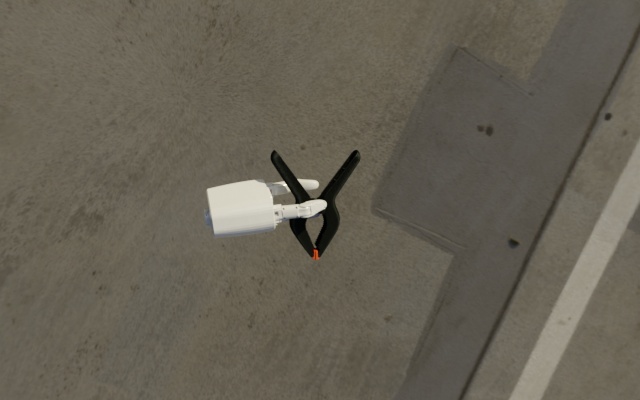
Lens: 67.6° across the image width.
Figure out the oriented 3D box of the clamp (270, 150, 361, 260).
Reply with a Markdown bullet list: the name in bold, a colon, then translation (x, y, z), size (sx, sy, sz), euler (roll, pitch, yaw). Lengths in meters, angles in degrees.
- **clamp**: translation (0.000, 0.004, 0.874), size (0.164, 0.210, 0.036), euler (-8, 14, -12)
